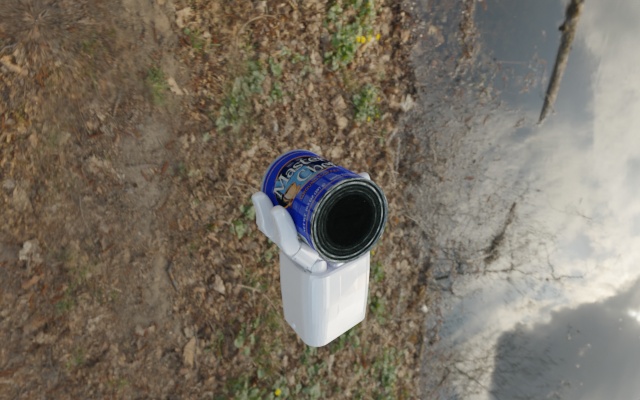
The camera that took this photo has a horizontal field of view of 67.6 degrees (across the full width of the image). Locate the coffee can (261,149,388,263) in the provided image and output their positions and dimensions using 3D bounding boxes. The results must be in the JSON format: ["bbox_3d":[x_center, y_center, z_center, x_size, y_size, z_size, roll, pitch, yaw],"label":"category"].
[{"bbox_3d":[0.000,0.002,0.588,0.103,0.103,0.140,0,18,-31],"label":"coffee can"}]
